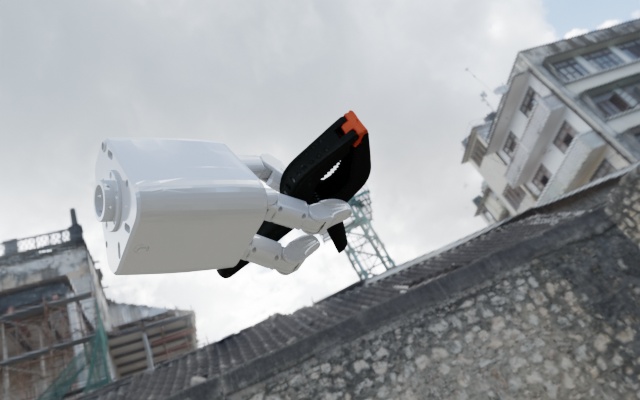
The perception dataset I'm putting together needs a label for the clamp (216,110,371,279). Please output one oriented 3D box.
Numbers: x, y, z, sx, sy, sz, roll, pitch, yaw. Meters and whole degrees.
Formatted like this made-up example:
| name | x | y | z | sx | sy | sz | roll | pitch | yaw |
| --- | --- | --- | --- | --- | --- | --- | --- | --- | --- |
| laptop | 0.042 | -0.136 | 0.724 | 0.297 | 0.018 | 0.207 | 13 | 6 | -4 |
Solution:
| name | x | y | z | sx | sy | sz | roll | pitch | yaw |
| --- | --- | --- | --- | --- | --- | --- | --- | --- | --- |
| clamp | 0.000 | 0.001 | 0.482 | 0.164 | 0.036 | 0.210 | -4 | -40 | -41 |
